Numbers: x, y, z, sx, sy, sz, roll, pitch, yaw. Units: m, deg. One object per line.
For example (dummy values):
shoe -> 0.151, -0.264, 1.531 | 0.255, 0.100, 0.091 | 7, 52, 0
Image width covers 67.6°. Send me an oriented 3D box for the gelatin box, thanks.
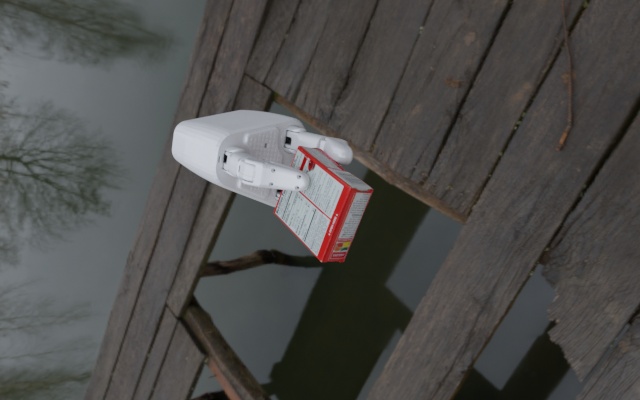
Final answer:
gelatin box -> 0.000, 0.002, 0.429 | 0.030, 0.073, 0.089 | 4, 26, -39
